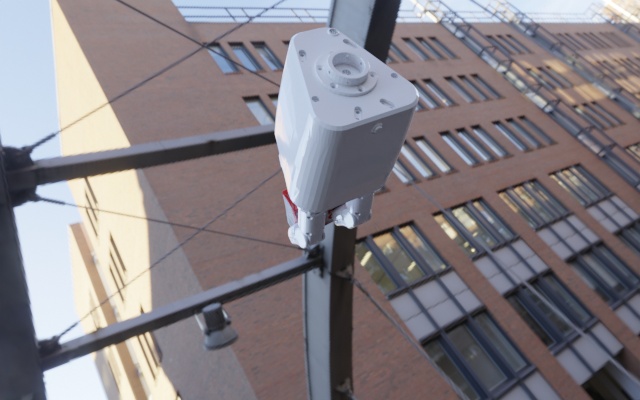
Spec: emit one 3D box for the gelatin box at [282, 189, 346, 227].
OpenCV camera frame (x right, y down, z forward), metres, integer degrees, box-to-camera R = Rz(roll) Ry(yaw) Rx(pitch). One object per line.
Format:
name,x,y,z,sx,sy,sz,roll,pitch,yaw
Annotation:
gelatin box,0.000,0.001,0.514,0.073,0.030,0.089,-28,-21,-11
